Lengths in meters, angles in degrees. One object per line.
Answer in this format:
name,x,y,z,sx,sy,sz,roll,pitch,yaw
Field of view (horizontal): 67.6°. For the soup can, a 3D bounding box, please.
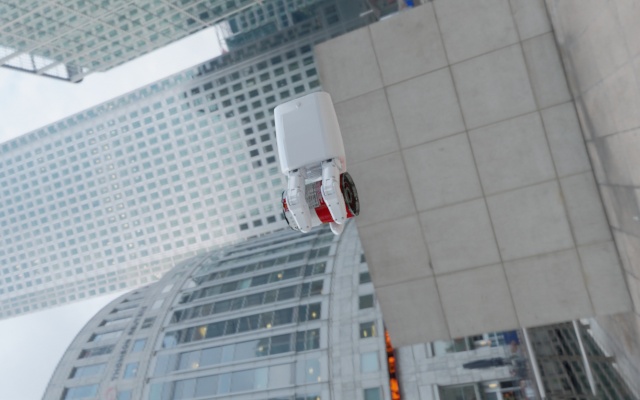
soup can,0.000,0.003,0.722,0.102,0.068,0.068,-15,-5,18
